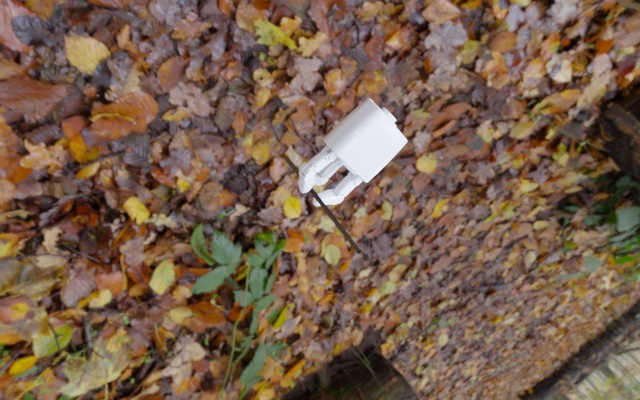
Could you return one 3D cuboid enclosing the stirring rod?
[{"bbox_3d":[0.000,0.003,0.834,0.011,0.011,0.239,0,42,-45],"label":"stirring rod"}]
